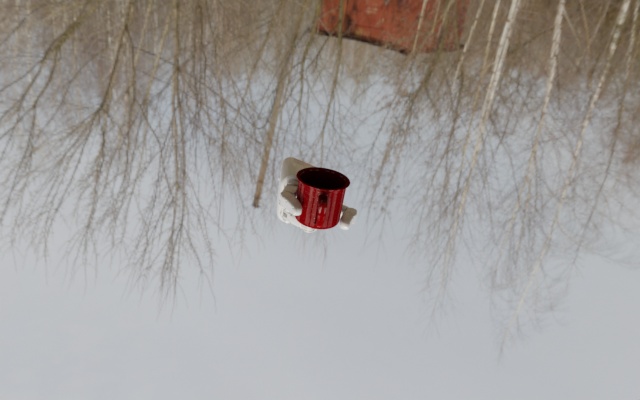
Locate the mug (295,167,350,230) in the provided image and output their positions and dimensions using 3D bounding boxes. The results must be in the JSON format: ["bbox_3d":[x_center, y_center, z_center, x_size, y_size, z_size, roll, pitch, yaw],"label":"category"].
[{"bbox_3d":[0.000,0.004,0.820,0.093,0.081,0.117,6,26,-8],"label":"mug"}]
